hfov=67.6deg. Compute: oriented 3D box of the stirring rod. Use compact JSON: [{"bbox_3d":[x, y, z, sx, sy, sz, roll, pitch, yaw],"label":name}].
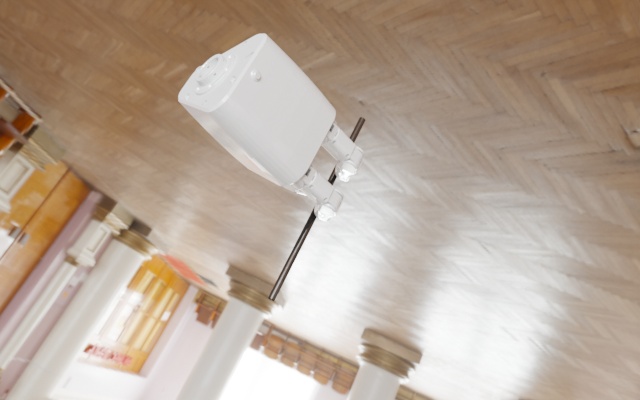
[{"bbox_3d":[0.000,0.002,0.534,0.011,0.239,0.011,23,-21,10],"label":"stirring rod"}]
